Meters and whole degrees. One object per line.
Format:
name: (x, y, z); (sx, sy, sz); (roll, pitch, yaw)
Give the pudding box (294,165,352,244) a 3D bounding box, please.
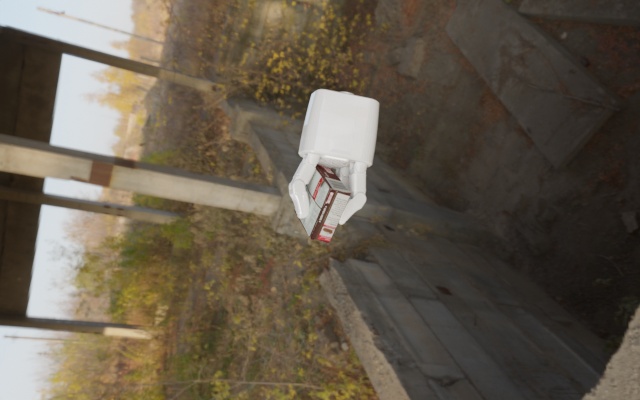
pudding box: (0.000, 0.002, 0.757); (0.039, 0.090, 0.113); (15, 18, -21)
